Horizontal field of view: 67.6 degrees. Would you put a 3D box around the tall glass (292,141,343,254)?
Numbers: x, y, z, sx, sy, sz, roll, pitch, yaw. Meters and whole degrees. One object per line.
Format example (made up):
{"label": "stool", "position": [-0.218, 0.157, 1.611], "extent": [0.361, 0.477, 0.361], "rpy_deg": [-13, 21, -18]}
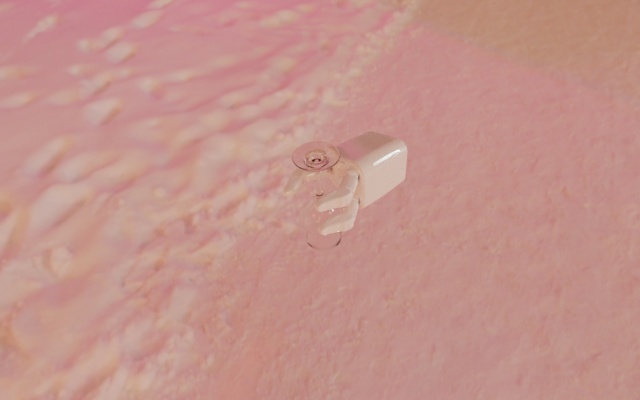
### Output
{"label": "tall glass", "position": [0.000, 0.002, 0.800], "extent": [0.079, 0.201, 0.079], "rpy_deg": [-3, 44, 2]}
